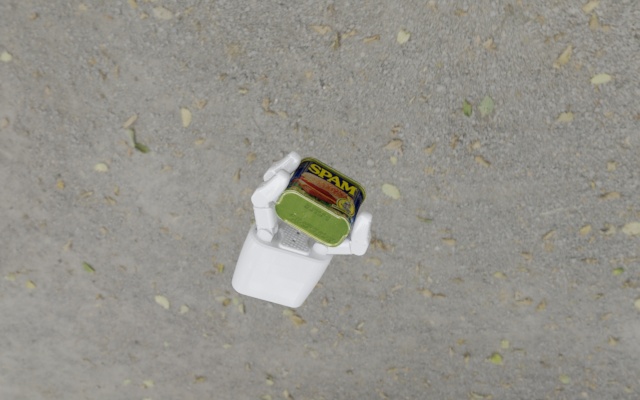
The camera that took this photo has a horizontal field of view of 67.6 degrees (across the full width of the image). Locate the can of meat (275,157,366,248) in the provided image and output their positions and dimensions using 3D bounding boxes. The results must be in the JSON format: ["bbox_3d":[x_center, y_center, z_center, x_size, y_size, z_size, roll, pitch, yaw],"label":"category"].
[{"bbox_3d":[0.000,0.002,0.611,0.102,0.057,0.084,30,36,-1],"label":"can of meat"}]
